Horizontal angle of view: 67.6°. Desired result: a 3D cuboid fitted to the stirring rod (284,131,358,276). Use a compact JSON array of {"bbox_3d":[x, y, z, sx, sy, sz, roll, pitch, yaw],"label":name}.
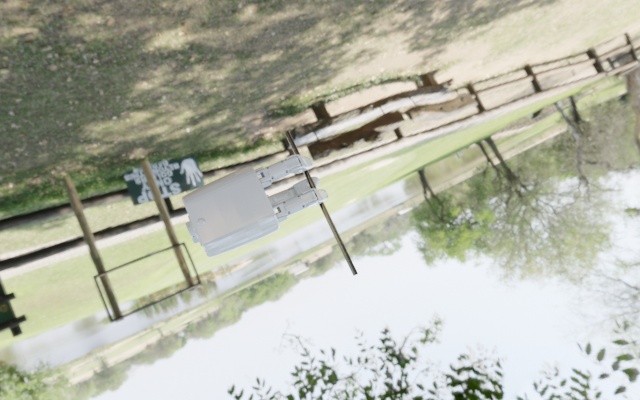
[{"bbox_3d":[0.000,0.002,0.719,0.011,0.239,0.011,-25,-7,-3],"label":"stirring rod"}]
